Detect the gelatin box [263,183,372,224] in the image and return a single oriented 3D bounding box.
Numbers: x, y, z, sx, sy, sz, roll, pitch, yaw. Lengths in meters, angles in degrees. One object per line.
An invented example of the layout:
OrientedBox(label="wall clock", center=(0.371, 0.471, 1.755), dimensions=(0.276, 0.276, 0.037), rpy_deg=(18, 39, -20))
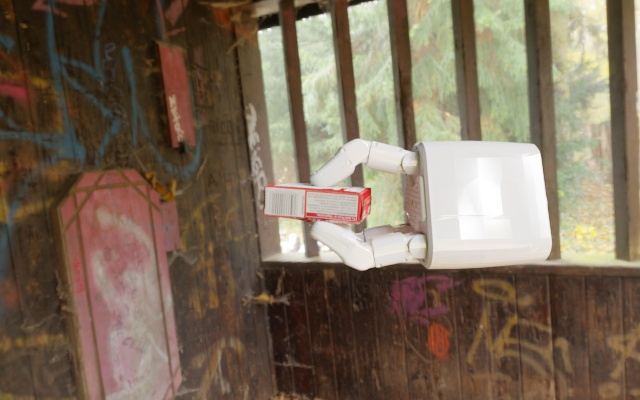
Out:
OrientedBox(label="gelatin box", center=(0.000, 0.001, 0.442), dimensions=(0.089, 0.030, 0.073), rpy_deg=(5, 5, 11))
